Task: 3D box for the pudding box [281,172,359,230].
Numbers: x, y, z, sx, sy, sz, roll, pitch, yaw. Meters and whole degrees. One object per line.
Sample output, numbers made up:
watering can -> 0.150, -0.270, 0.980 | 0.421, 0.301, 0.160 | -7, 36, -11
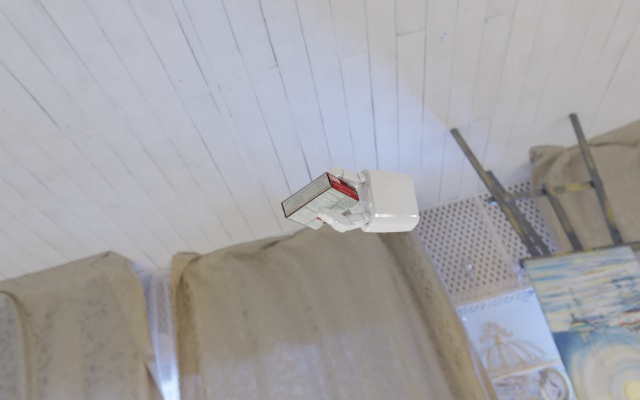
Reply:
pudding box -> 0.000, 0.003, 0.863 | 0.113, 0.039, 0.090 | -35, -37, 24
